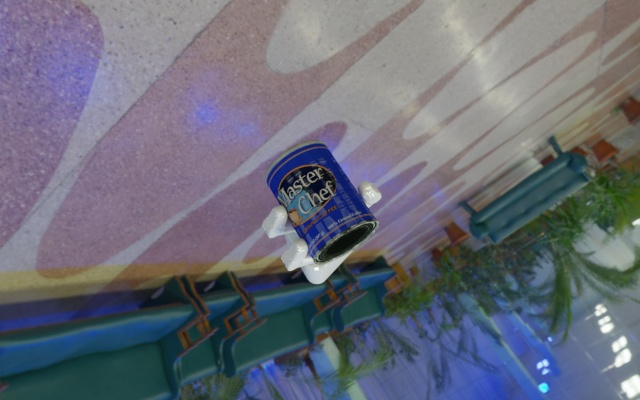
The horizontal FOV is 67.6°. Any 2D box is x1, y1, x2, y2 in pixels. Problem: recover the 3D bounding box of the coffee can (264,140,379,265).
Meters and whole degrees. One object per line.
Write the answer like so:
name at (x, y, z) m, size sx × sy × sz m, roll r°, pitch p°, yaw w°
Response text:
coffee can at (0.000, 0.002, 0.657) m, size 0.103 × 0.140 × 0.103 m, roll -28°, pitch -20°, yaw -12°
